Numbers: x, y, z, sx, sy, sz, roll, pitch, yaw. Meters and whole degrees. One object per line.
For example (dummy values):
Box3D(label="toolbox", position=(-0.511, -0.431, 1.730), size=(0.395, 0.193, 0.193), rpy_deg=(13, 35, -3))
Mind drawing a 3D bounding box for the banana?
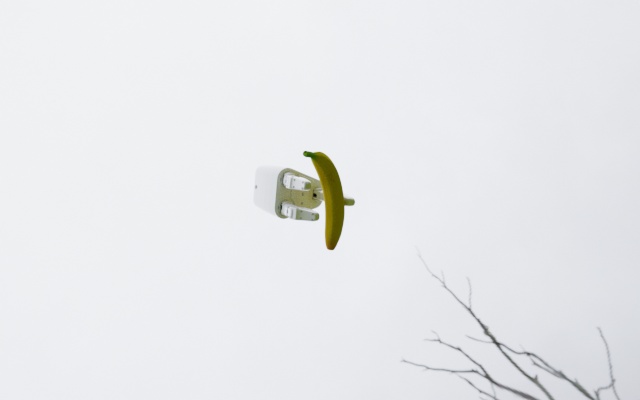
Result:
Box3D(label="banana", position=(0.013, -0.008, 0.859), size=(0.069, 0.198, 0.037), rpy_deg=(-30, 26, -32))
